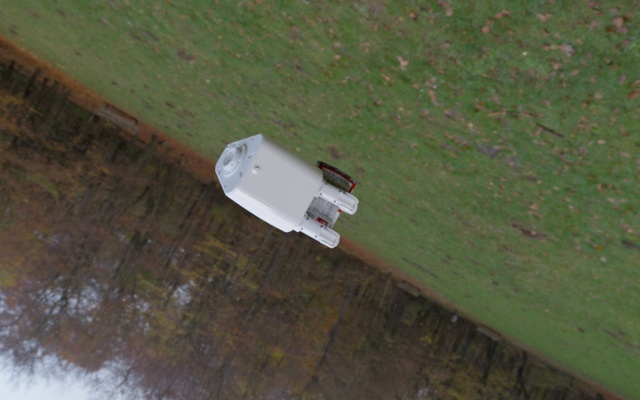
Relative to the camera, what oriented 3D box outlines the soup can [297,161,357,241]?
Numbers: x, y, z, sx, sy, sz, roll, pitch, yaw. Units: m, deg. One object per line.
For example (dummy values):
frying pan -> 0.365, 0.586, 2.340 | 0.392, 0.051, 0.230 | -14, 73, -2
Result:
soup can -> 0.000, 0.003, 0.704 | 0.068, 0.102, 0.068 | 29, -5, 3
